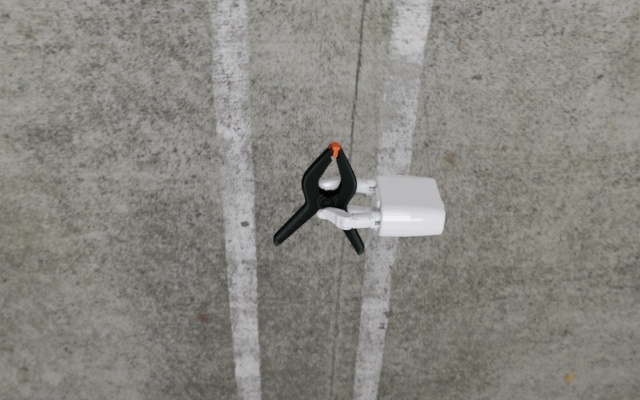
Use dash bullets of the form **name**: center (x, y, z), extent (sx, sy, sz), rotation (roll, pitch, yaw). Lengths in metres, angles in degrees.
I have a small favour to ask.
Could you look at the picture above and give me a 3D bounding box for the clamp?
- **clamp**: center (0.000, 0.003, 0.820), extent (0.164, 0.210, 0.036), rotation (0, 26, -4)
